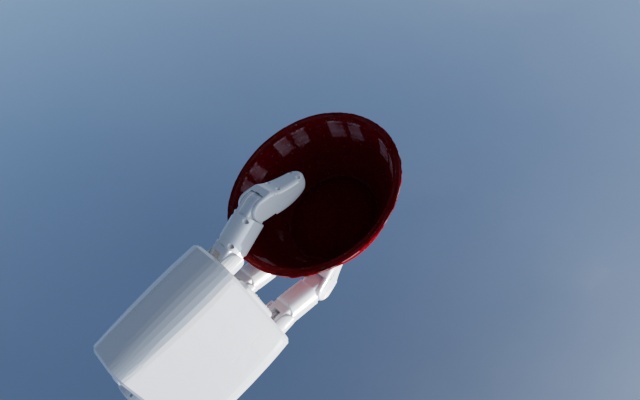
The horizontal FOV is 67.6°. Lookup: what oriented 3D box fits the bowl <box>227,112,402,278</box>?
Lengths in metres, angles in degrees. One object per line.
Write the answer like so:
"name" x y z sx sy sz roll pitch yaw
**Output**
"bowl" 0.001 0.001 0.425 0.162 0.162 0.055 0 -29 28
